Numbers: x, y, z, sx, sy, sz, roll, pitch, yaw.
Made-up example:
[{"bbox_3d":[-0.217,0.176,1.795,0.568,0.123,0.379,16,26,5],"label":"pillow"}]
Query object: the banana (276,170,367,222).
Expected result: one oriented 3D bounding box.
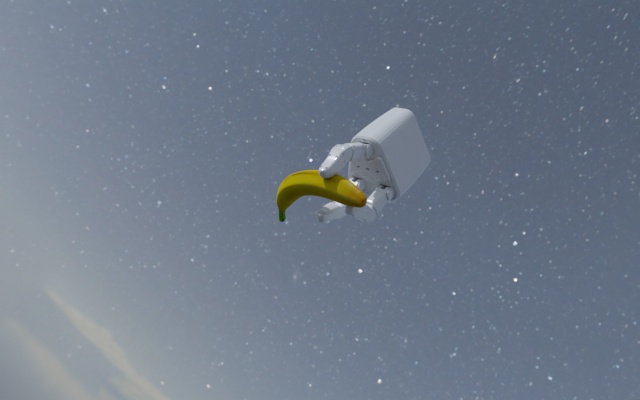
[{"bbox_3d":[-0.011,-0.013,0.704,0.037,0.070,0.198,-38,17,-36],"label":"banana"}]
